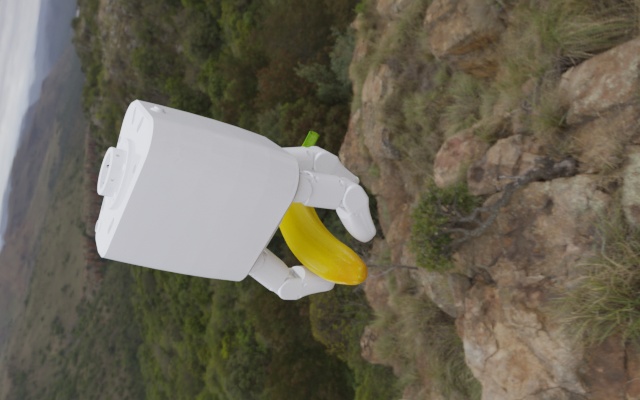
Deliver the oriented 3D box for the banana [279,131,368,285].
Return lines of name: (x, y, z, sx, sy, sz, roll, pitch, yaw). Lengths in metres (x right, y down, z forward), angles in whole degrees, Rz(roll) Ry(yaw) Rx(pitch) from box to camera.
banana: (-0.012, 0.012, 0.448, 0.037, 0.197, 0.070, 21, -56, -34)
